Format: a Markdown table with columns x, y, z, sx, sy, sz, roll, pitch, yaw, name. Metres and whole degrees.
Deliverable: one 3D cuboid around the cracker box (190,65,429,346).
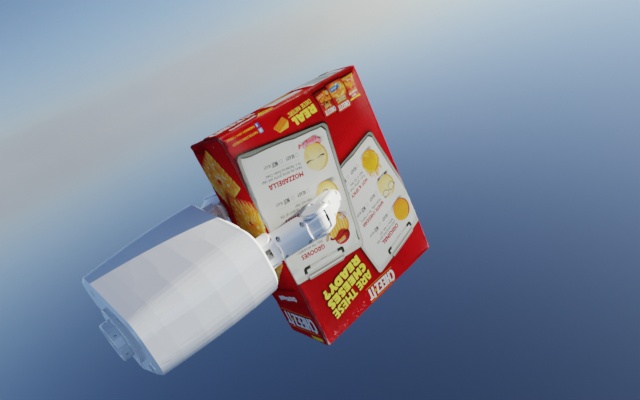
| x | y | z | sx | sy | sz | roll | pitch | yaw | name |
| --- | --- | --- | --- | --- | --- | --- | --- | --- | --- |
| 0.000 | 0.001 | 0.470 | 0.164 | 0.214 | 0.072 | -37 | 21 | -30 | cracker box |
